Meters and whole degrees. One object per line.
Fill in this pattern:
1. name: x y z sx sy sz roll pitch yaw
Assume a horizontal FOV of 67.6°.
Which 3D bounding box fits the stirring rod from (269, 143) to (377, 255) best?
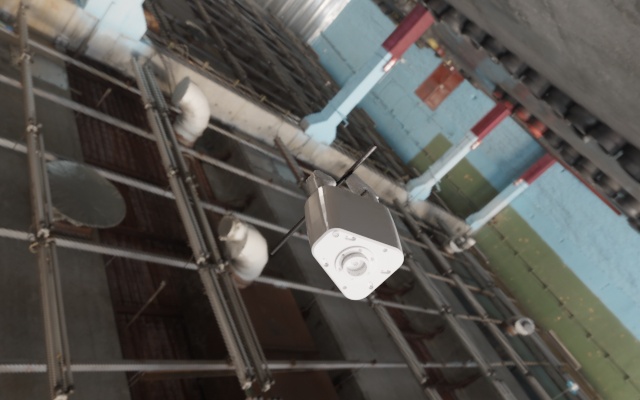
1. stirring rod: 0.000 0.002 0.728 0.239 0.011 0.011 -46 -18 19
